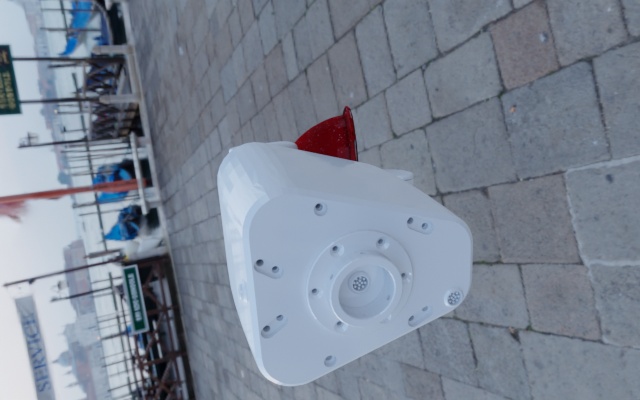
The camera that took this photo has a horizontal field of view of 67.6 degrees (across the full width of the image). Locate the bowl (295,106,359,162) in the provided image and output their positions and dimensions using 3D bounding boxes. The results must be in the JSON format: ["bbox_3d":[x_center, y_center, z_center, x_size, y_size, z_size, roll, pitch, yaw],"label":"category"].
[{"bbox_3d":[0.000,0.001,0.414,0.055,0.162,0.162,-2,0,-1],"label":"bowl"}]
